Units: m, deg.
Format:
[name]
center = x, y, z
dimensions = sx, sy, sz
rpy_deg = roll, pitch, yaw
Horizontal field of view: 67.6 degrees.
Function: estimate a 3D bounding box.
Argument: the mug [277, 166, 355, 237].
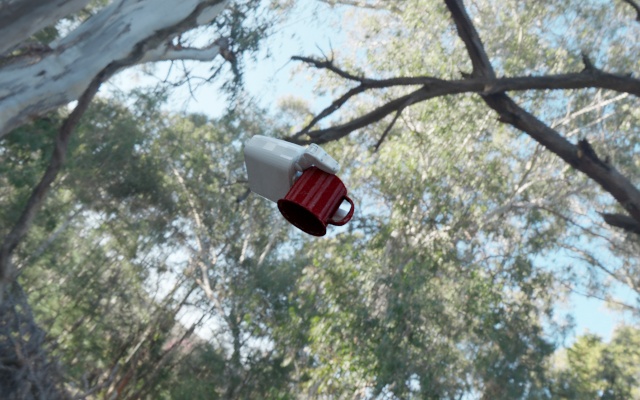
[mug]
center = 0.001, 0.003, 0.762
dimensions = 0.117, 0.081, 0.093
rpy_deg = 21, -28, 27
